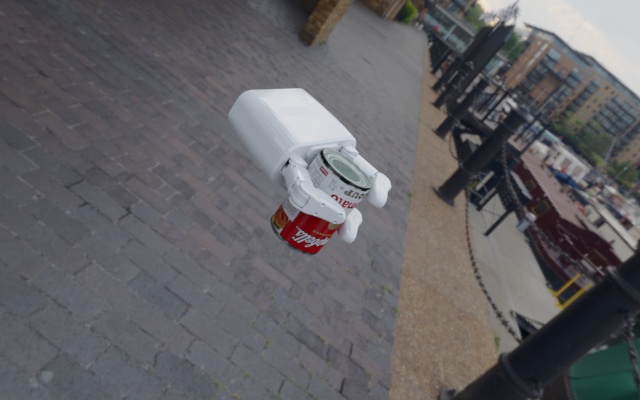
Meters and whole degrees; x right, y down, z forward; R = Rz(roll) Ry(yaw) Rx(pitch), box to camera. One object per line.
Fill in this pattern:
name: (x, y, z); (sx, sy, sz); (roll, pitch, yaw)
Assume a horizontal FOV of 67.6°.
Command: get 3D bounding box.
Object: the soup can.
soup can: (0.000, 0.002, 0.525); (0.068, 0.102, 0.068); (31, 24, -16)
